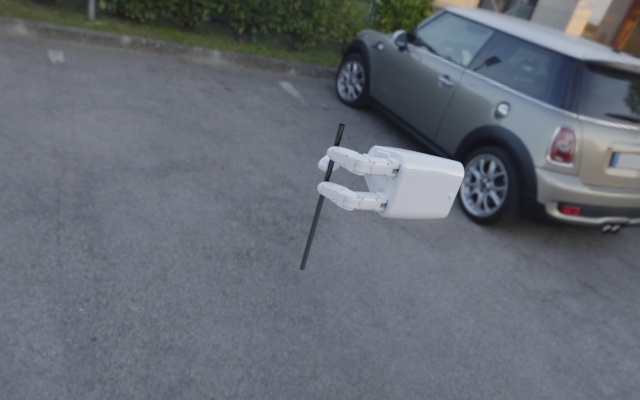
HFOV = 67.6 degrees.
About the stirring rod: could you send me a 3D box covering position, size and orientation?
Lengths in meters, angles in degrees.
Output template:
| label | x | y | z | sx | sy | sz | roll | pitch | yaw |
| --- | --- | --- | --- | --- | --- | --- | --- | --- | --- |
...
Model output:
| label | x | y | z | sx | sy | sz | roll | pitch | yaw |
| --- | --- | --- | --- | --- | --- | --- | --- | --- | --- |
| stirring rod | 0.000 | 0.002 | 0.694 | 0.011 | 0.240 | 0.011 | 12 | 26 | -6 |
